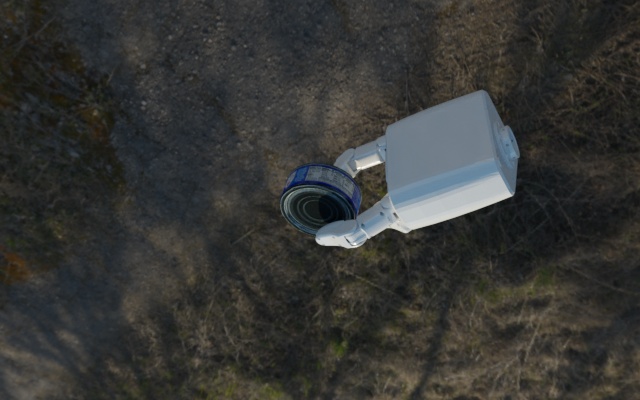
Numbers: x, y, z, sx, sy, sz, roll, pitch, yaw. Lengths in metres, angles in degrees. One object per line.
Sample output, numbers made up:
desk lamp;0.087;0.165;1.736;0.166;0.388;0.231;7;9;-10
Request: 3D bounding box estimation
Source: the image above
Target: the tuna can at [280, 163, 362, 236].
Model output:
tuna can;0.000;0.002;0.518;0.086;0.033;0.086;10;-42;9
